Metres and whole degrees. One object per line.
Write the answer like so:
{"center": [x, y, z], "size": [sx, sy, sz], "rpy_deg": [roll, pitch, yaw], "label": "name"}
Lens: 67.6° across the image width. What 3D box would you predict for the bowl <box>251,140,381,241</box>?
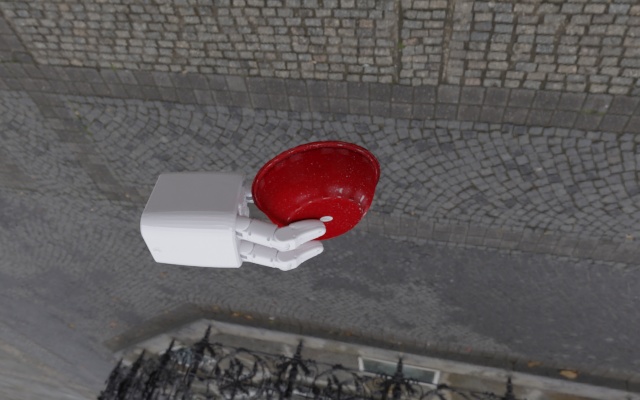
{"center": [0.001, 0.002, 0.574], "size": [0.162, 0.055, 0.162], "rpy_deg": [-9, -34, -6], "label": "bowl"}
